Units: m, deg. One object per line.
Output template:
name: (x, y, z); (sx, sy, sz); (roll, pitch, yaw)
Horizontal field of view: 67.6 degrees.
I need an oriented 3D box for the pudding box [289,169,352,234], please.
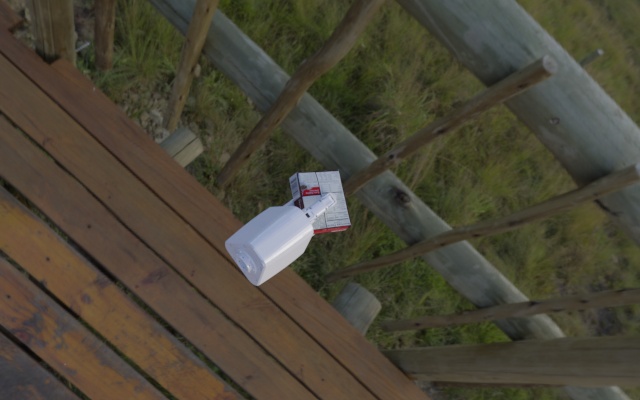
pudding box: (0.000, 0.003, 0.862); (0.090, 0.113, 0.039); (-5, -14, -28)
